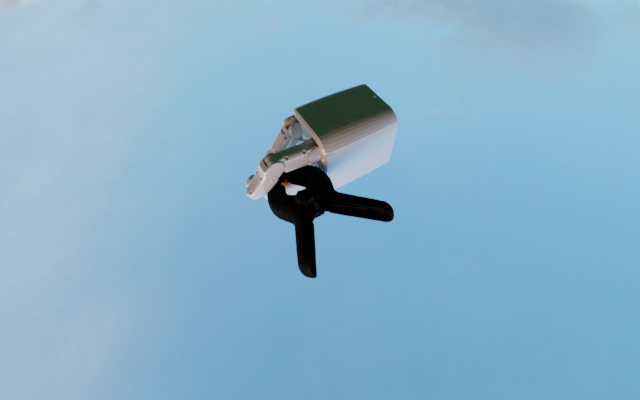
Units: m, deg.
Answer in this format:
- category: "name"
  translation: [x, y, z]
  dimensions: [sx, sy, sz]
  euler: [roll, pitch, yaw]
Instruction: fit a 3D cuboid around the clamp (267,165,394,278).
- category: "clamp"
  translation: [0.000, 0.002, 0.551]
  dimensions: [0.120, 0.039, 0.171]
  euler: [-24, 49, -13]
